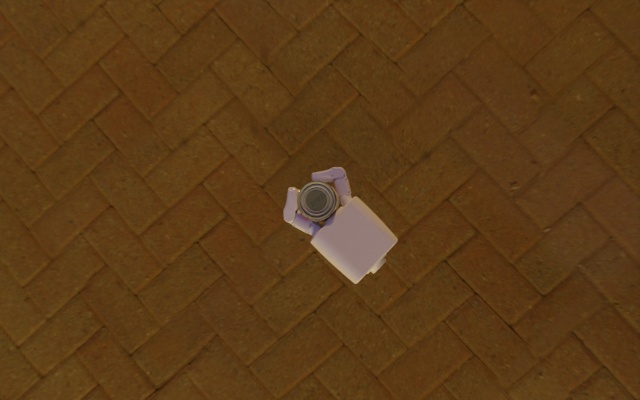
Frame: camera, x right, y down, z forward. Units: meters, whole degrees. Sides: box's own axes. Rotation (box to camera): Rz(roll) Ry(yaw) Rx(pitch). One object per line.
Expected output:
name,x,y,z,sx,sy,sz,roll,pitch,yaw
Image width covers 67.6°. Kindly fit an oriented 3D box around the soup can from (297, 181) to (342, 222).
soup can,0.000,0.002,0.834,0.068,0.068,0.102,0,-3,8
